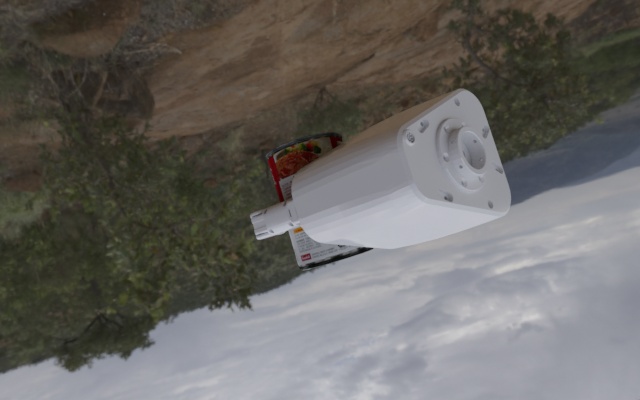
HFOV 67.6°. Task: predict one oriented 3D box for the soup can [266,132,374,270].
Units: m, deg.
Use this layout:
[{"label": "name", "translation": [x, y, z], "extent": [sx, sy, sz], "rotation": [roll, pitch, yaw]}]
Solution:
[{"label": "soup can", "translation": [0.000, 0.002, 0.408], "extent": [0.068, 0.102, 0.068], "rotation": [-17, -5, -1]}]
